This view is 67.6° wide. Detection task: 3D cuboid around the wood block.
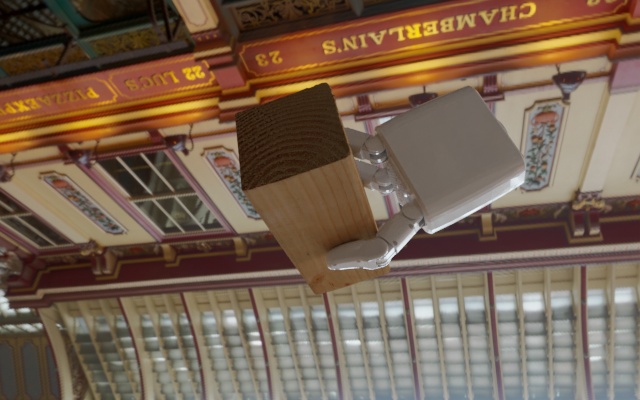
[{"bbox_3d":[0.001,0.002,0.466,0.090,0.090,0.206,-18,-37,6],"label":"wood block"}]
